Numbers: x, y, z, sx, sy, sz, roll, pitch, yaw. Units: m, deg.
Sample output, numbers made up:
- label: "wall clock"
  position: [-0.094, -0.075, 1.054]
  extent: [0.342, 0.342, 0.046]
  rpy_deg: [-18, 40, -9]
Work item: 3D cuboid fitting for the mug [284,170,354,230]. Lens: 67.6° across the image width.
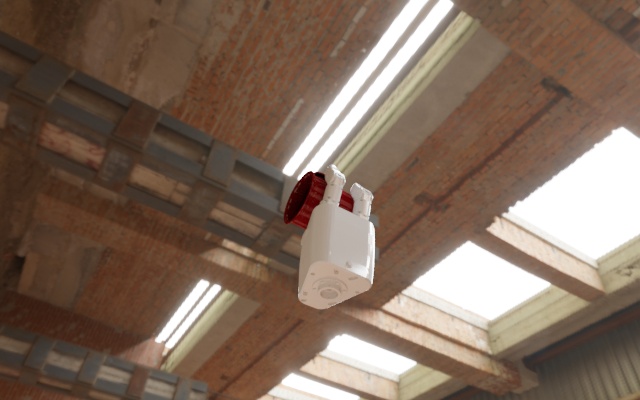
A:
- label: "mug"
  position: [0.000, 0.002, 0.767]
  extent: [0.081, 0.117, 0.093]
  rpy_deg: [26, -48, -19]
